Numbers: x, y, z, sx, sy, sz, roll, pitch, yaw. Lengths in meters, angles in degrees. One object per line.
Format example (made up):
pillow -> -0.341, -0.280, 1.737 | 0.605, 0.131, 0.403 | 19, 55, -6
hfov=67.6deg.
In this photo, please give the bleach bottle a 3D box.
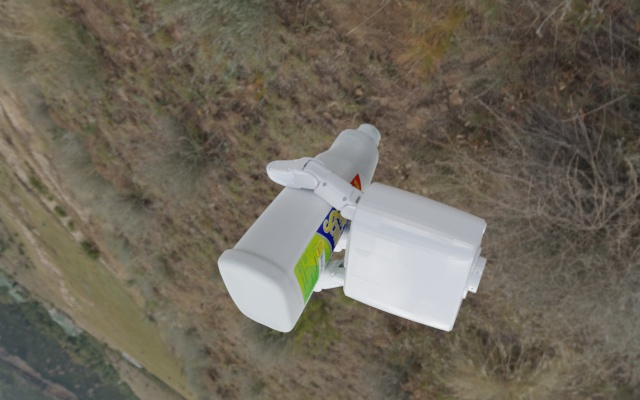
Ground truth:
bleach bottle -> 0.000, 0.002, 0.485 | 0.068, 0.250, 0.103 | 17, -38, 22
